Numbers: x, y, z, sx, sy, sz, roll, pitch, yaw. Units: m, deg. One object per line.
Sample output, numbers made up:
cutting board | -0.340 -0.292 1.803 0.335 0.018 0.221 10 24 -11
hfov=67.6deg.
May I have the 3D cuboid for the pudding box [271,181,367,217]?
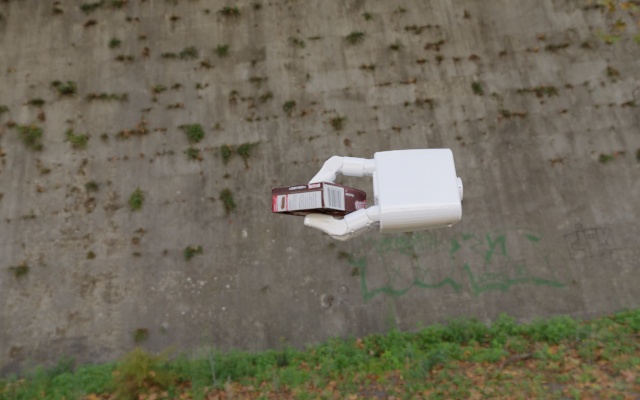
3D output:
pudding box | 0.000 0.002 0.667 0.090 0.039 0.113 -7 -12 34
